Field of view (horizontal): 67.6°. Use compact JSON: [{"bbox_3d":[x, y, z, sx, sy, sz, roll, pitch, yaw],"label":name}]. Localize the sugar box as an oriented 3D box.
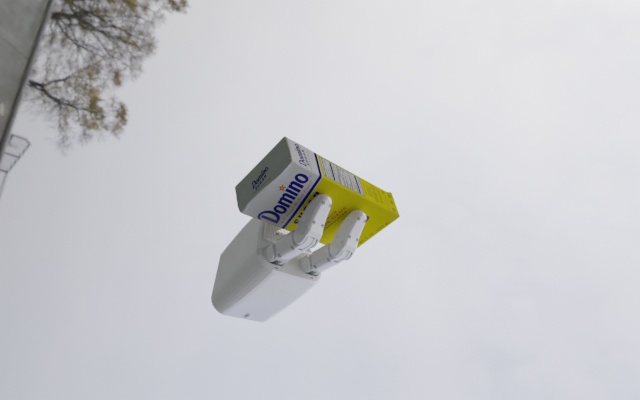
[{"bbox_3d":[0.000,0.002,0.553,0.176,0.048,0.093,22,-51,-39],"label":"sugar box"}]
